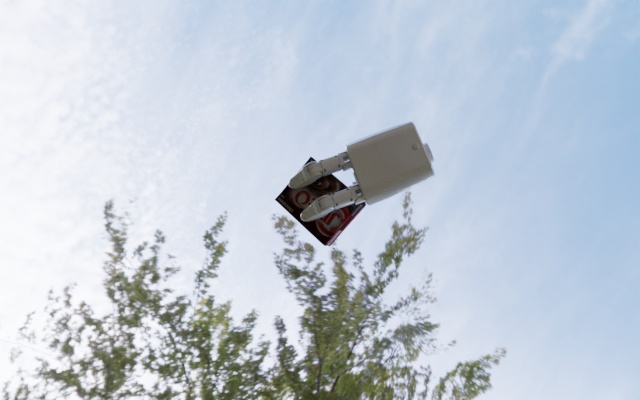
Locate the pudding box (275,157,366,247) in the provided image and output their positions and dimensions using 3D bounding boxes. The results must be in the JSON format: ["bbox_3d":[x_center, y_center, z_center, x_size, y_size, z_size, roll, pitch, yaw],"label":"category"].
[{"bbox_3d":[0.000,0.002,0.738,0.113,0.090,0.039,41,3,20],"label":"pudding box"}]
